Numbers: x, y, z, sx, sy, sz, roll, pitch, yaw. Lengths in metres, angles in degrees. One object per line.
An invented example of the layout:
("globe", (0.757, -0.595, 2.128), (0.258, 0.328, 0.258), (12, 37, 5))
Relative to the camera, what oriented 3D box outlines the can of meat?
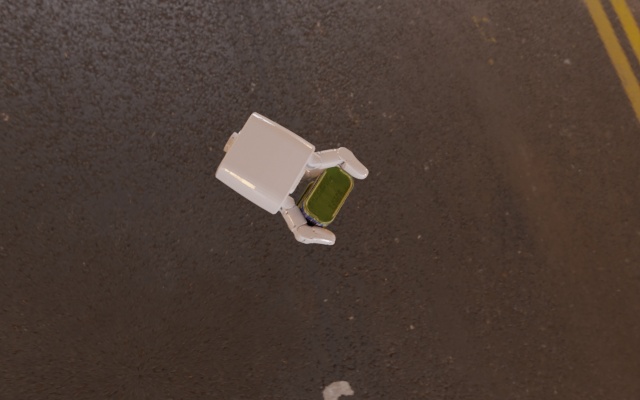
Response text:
("can of meat", (0.000, 0.002, 0.746), (0.057, 0.102, 0.084), (35, -27, -6))
